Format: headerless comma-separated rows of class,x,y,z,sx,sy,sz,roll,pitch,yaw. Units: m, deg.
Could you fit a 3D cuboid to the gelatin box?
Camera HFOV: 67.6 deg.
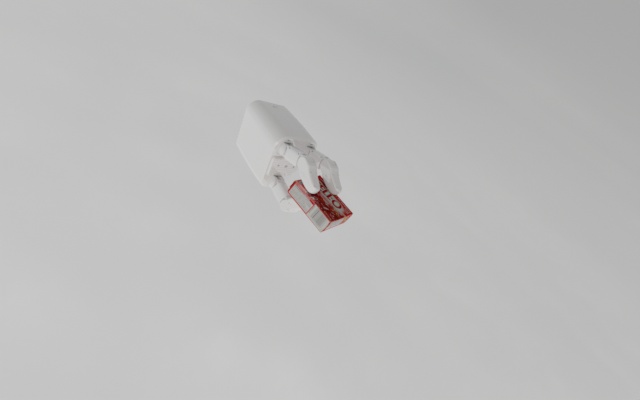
gelatin box,0.000,0.003,0.760,0.030,0.089,0.073,-48,-17,29
